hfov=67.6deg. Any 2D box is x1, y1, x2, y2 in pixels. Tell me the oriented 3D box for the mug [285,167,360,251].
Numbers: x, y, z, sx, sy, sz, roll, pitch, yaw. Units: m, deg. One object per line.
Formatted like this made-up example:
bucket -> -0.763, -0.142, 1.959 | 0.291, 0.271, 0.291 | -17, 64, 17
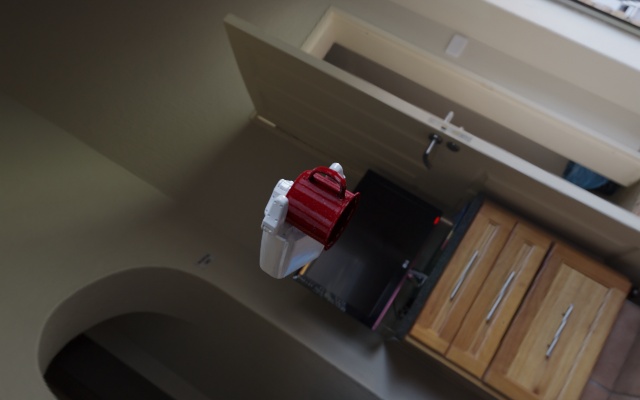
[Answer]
mug -> 0.000, 0.001, 0.661 | 0.081, 0.117, 0.093 | 31, 47, 13
